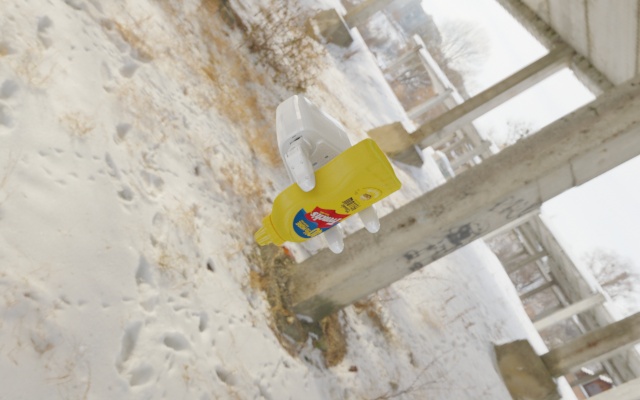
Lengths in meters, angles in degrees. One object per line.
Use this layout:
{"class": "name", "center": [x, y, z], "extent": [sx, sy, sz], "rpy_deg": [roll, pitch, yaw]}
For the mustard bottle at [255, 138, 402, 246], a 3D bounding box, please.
{"class": "mustard bottle", "center": [0.000, 0.002, 0.590], "extent": [0.191, 0.058, 0.096], "rpy_deg": [-31, -29, 13]}
